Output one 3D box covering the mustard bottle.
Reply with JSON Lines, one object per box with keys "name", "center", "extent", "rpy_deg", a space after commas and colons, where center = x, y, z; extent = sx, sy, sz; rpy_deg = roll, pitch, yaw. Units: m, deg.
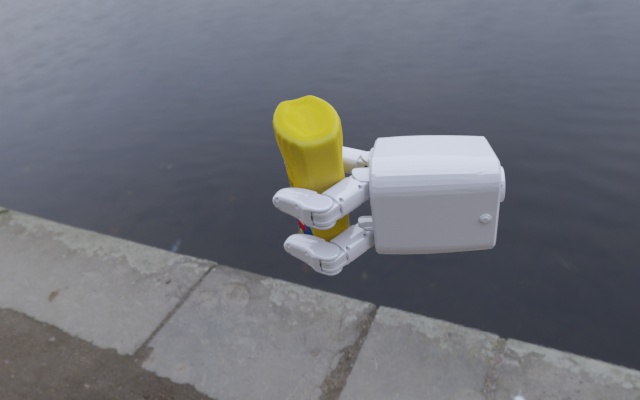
{"name": "mustard bottle", "center": [0.000, 0.001, 0.472], "extent": [0.058, 0.192, 0.096], "rpy_deg": [-16, 37, -8]}
